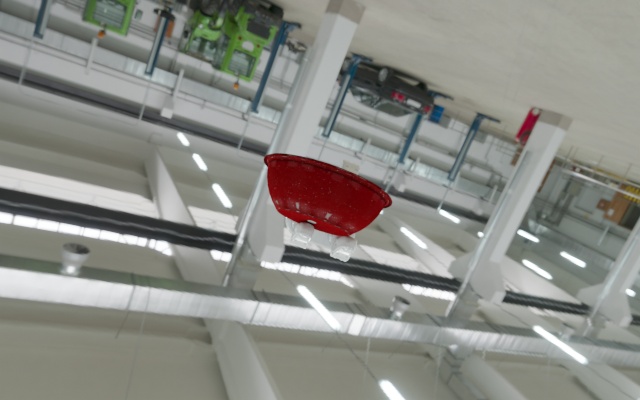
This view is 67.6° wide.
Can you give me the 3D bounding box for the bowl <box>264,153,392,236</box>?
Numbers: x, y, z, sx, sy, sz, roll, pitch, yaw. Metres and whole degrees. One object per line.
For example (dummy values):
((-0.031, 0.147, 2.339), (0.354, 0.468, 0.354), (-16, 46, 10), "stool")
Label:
((0.000, 0.002, 0.565), (0.162, 0.055, 0.162), (19, -11, 4), "bowl")
